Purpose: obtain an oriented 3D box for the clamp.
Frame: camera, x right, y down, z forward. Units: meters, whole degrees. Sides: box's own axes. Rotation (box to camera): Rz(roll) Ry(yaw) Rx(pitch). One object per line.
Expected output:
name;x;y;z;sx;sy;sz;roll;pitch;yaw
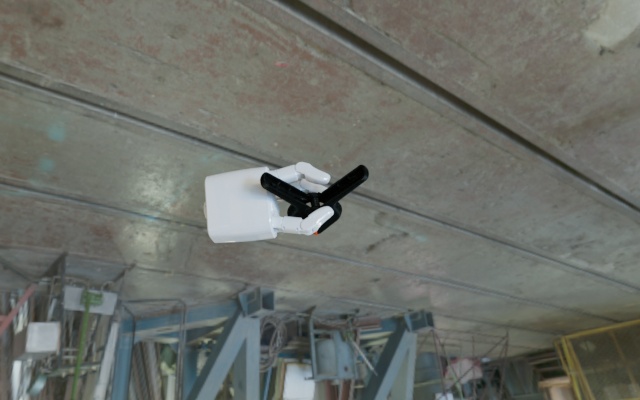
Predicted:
clamp;0.000;0.004;0.797;0.164;0.036;0.210;-7;-28;3
